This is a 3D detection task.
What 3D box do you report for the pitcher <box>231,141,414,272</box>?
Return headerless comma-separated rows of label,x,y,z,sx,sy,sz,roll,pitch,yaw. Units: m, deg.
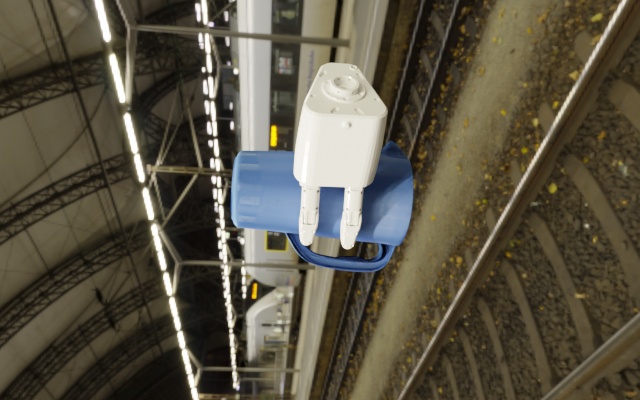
pitcher,0.000,0.002,0.675,0.243,0.149,0.145,4,-42,-5
